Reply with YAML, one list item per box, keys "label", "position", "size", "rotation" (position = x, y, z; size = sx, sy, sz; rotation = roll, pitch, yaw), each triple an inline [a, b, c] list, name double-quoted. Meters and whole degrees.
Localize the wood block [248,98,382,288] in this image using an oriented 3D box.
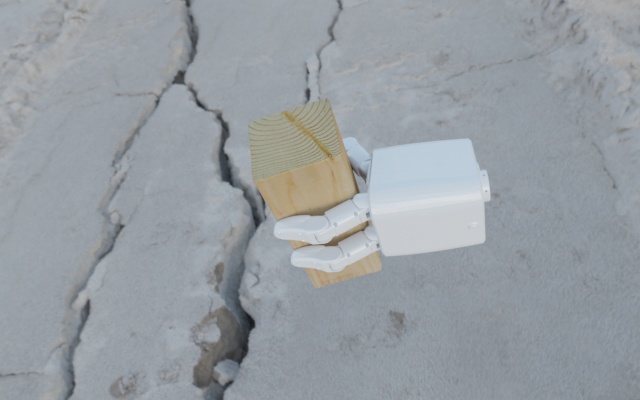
- label: "wood block"
  position: [0.000, 0.001, 0.541]
  size: [0.090, 0.090, 0.206]
  rotation: [-17, -43, 6]
